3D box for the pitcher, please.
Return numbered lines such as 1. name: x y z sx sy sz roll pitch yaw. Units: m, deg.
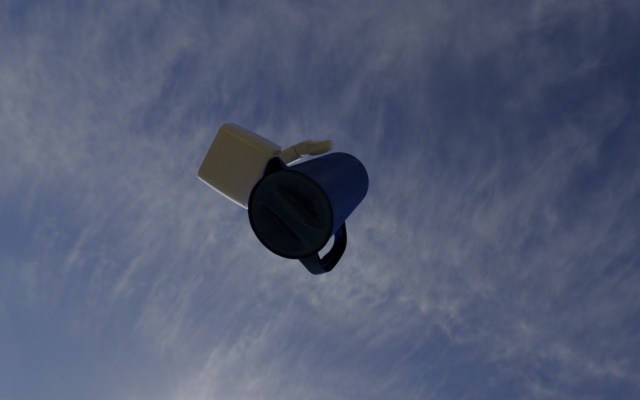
1. pitcher: 0.000 0.002 0.774 0.145 0.149 0.242 26 23 13
